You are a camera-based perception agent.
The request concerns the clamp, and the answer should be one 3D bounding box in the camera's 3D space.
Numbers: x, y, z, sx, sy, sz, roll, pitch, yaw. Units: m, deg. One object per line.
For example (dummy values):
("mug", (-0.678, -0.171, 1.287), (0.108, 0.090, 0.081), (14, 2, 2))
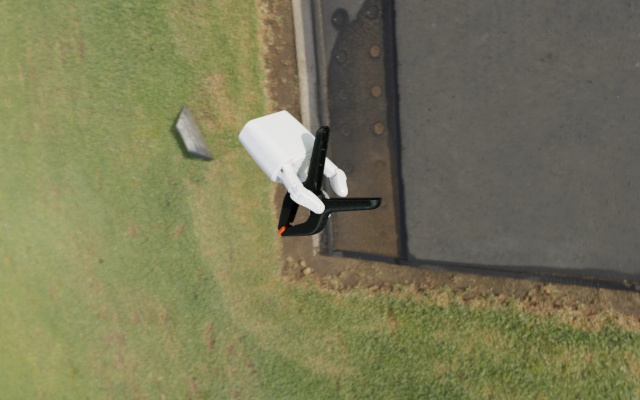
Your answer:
("clamp", (-0.001, 0.003, 0.814), (0.036, 0.164, 0.210), (-11, -35, -54))
